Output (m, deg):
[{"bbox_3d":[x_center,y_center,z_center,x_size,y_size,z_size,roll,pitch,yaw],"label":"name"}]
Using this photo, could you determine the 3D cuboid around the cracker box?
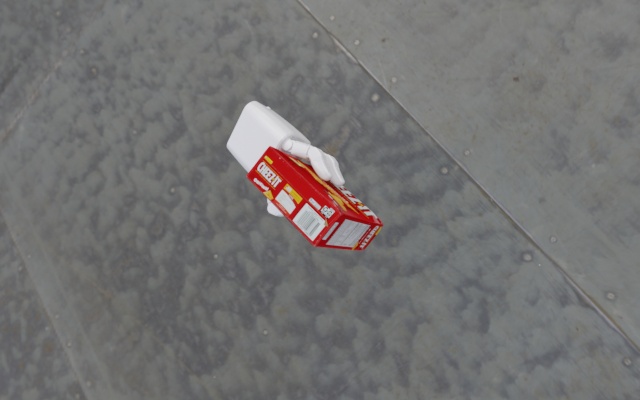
[{"bbox_3d":[0.000,0.003,0.793,0.164,0.072,0.214,44,11,23],"label":"cracker box"}]
